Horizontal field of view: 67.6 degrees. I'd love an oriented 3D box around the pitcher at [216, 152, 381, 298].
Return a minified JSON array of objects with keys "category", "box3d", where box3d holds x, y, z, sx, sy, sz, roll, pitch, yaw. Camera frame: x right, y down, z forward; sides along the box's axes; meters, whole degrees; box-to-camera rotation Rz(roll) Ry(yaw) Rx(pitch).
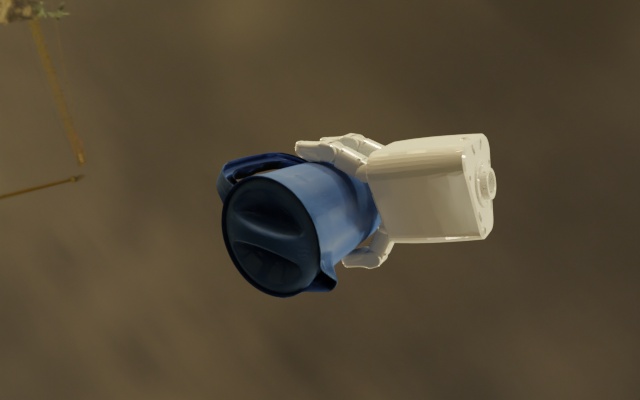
[{"category":"pitcher","box3d":[0.000,0.002,0.586,0.145,0.149,0.242,-5,12,36]}]
